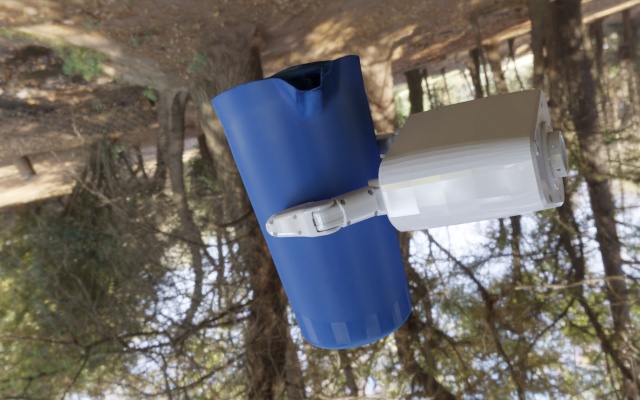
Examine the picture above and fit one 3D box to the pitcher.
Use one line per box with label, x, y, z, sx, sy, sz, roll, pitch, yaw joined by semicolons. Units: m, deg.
pitcher;0.000;0.001;0.443;0.145;0.243;0.149;-10;11;32
